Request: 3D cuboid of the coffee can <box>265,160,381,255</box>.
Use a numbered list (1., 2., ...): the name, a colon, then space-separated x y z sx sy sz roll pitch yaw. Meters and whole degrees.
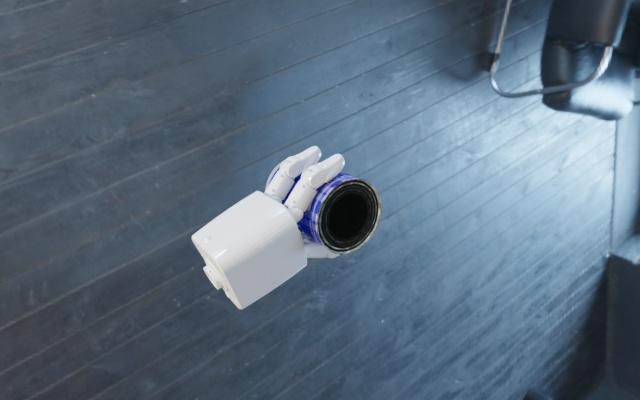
1. coffee can: 0.000 0.002 0.663 0.103 0.103 0.140 0 16 -35
